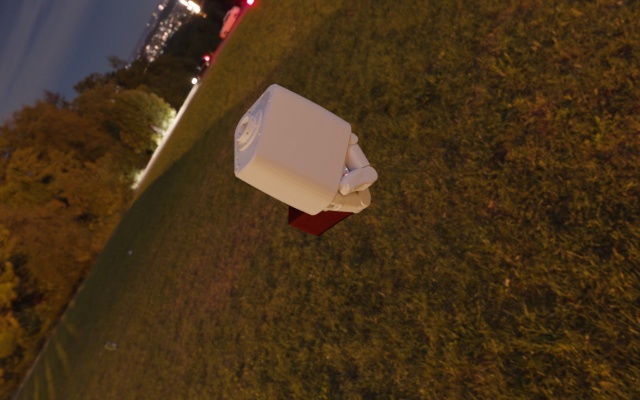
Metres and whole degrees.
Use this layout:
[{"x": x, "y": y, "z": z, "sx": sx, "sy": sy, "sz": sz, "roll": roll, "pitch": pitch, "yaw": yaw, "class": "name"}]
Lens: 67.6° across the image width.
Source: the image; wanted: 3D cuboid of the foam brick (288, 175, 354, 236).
[{"x": 0.000, "y": 0.002, "z": 0.614, "sx": 0.051, "sy": 0.053, "sz": 0.078, "roll": 22, "pitch": -40, "yaw": -31, "class": "foam brick"}]
